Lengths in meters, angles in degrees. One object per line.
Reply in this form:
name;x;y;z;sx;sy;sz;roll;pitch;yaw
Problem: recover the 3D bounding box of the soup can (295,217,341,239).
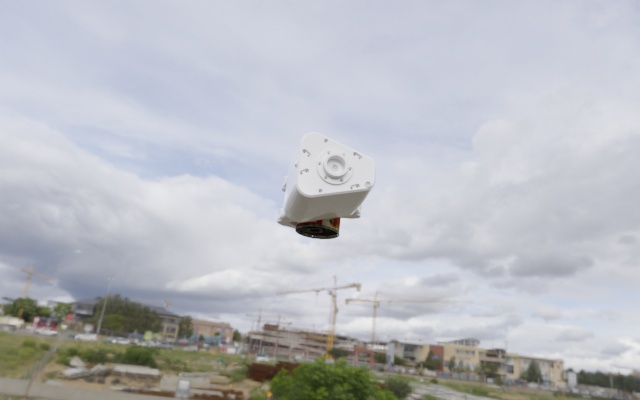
soup can;0.000;0.002;0.745;0.068;0.102;0.068;6;-19;2
